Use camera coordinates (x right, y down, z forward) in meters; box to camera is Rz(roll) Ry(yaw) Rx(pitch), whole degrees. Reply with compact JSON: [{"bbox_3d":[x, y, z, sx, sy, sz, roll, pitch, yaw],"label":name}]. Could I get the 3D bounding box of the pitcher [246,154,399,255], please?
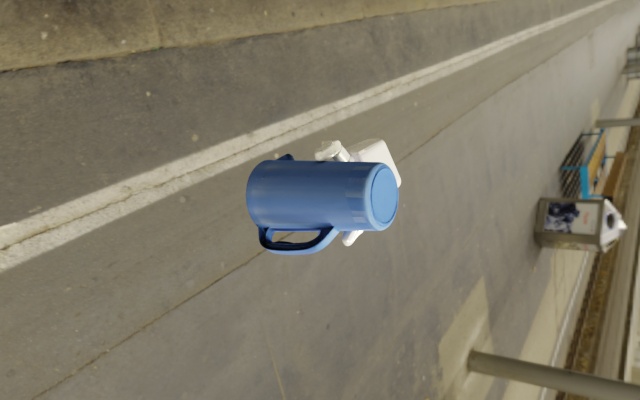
[{"bbox_3d":[0.000,0.003,0.806,0.243,0.149,0.145,1,21,36],"label":"pitcher"}]
